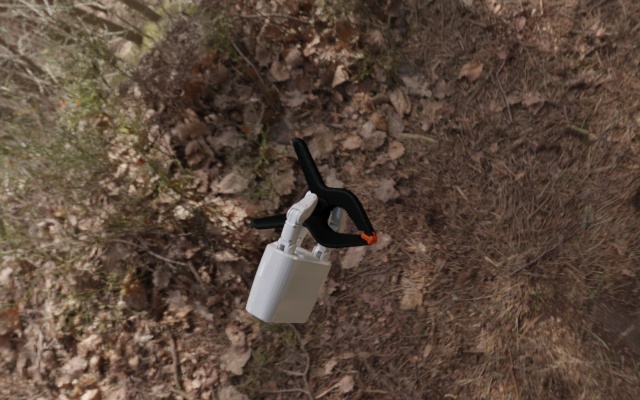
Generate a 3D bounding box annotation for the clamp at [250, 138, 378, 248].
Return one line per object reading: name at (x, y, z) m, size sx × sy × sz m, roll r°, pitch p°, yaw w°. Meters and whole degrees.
clamp at (0.000, 0.003, 0.745) m, size 0.210 × 0.164 × 0.036 m, roll 23°, pitch 5°, yaw 25°
